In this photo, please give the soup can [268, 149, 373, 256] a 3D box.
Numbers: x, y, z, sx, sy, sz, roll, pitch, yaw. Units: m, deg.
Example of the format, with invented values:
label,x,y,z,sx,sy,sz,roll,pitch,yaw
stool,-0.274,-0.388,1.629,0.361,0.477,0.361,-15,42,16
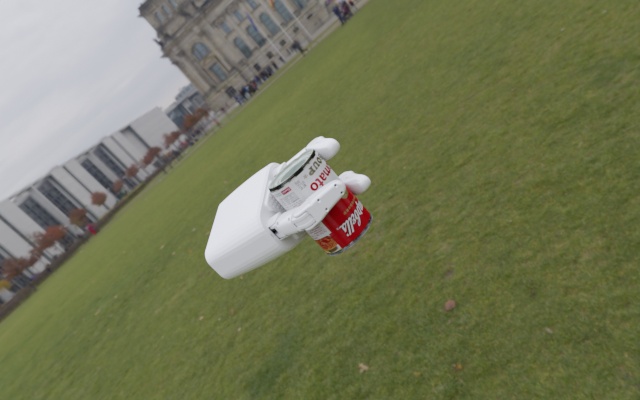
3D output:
label,x,y,z,sx,sy,sz,roll,pitch,yaw
soup can,0.000,0.001,0.528,0.068,0.102,0.068,-38,16,13
